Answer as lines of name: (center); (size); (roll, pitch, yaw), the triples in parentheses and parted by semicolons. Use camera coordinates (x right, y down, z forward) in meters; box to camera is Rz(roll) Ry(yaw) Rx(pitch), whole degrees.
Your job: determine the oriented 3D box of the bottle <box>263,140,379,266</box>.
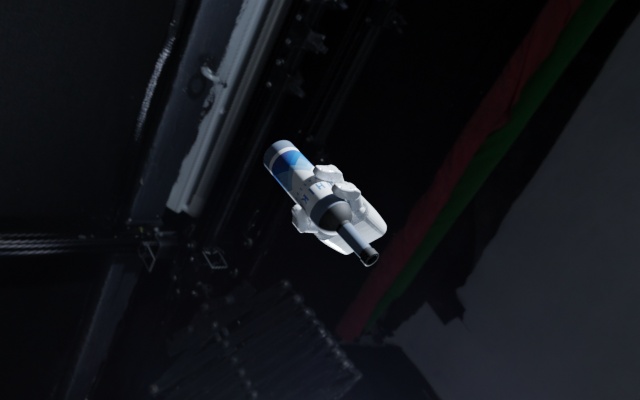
bottle: (0.000, 0.003, 0.825); (0.069, 0.069, 0.295); (0, 37, -43)
